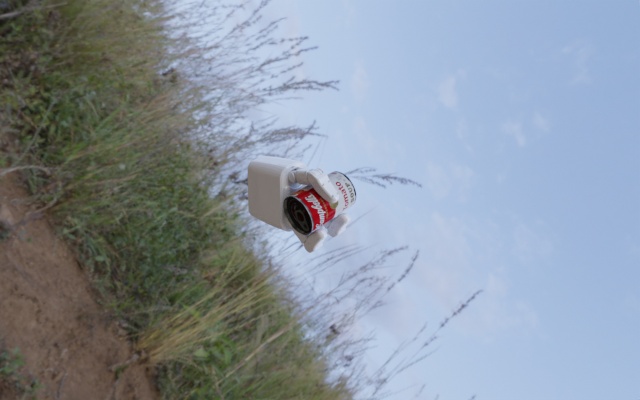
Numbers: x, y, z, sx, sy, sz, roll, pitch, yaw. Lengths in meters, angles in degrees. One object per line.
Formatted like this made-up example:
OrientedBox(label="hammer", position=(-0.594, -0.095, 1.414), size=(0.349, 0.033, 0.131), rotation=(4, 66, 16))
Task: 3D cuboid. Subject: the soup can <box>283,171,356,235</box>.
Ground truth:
OrientedBox(label="soup can", position=(0.001, 0.002, 0.770), size=(0.102, 0.068, 0.068), rotation=(-31, 18, -34))
